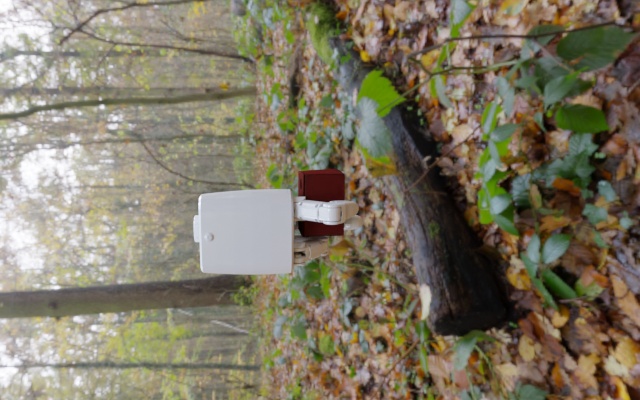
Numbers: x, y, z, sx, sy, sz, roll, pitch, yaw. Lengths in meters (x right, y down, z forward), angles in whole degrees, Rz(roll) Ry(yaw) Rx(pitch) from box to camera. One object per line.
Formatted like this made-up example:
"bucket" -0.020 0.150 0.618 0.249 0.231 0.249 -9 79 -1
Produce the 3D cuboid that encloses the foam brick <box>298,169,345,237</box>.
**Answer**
"foam brick" 0.000 0.002 0.589 0.051 0.078 0.053 -1 8 -8
